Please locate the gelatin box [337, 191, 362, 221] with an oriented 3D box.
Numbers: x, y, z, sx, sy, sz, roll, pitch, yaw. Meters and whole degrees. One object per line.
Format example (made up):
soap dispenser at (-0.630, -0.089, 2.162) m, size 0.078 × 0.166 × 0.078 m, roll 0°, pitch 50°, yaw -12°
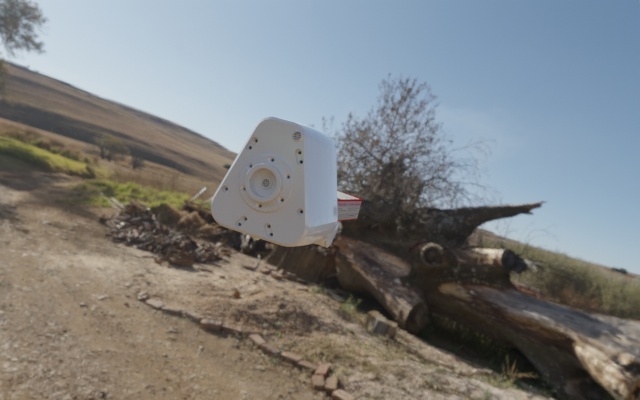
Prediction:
gelatin box at (0.000, 0.001, 0.589) m, size 0.073 × 0.030 × 0.089 m, roll 19°, pitch 10°, yaw 25°
